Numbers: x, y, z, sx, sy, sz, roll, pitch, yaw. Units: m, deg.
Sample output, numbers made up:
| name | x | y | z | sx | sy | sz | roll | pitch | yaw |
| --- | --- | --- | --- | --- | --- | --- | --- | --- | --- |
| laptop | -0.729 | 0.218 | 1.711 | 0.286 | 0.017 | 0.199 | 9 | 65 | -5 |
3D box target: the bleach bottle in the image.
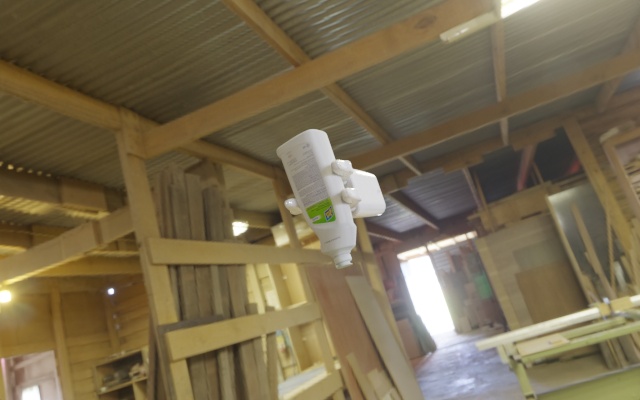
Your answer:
| name | x | y | z | sx | sy | sz | roll | pitch | yaw |
| --- | --- | --- | --- | --- | --- | --- | --- | --- | --- |
| bleach bottle | 0.000 | 0.003 | 0.870 | 0.102 | 0.250 | 0.068 | -27 | -18 | 34 |
